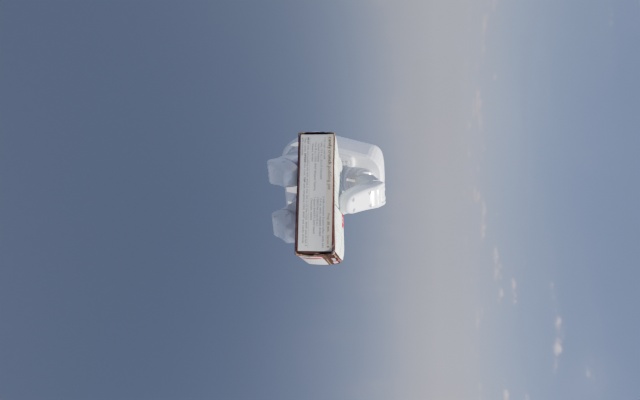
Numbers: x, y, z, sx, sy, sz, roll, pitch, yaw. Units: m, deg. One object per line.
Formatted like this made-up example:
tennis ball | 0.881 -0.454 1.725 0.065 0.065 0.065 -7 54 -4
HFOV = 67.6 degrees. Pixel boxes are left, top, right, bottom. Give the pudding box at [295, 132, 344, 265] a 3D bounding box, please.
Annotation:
pudding box | 0.000 0.001 0.455 0.039 0.113 0.090 -2 -13 7
